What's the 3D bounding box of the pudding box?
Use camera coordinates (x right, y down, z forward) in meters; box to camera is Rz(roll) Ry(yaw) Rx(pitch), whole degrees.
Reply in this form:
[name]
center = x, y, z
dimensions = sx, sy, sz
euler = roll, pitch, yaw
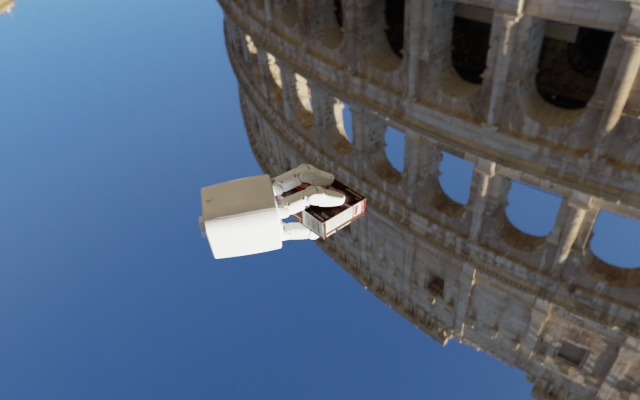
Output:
[pudding box]
center = 0.000, 0.003, 0.742
dimensions = 0.090, 0.039, 0.113
euler = -29, 48, -31
